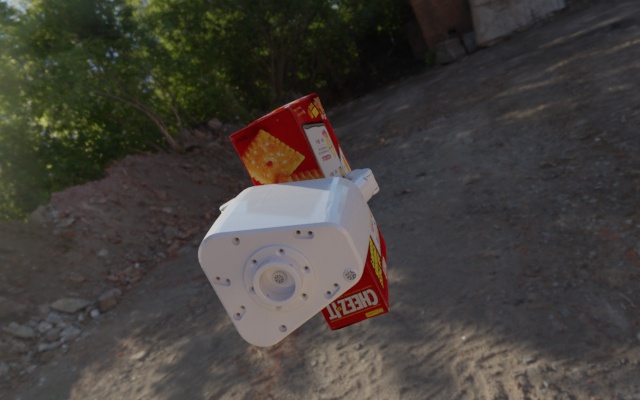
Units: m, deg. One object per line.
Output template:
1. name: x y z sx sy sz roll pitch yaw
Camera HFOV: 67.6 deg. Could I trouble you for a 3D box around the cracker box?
1. cracker box: 0.000 0.001 0.509 0.072 0.214 0.164 -22 13 13
